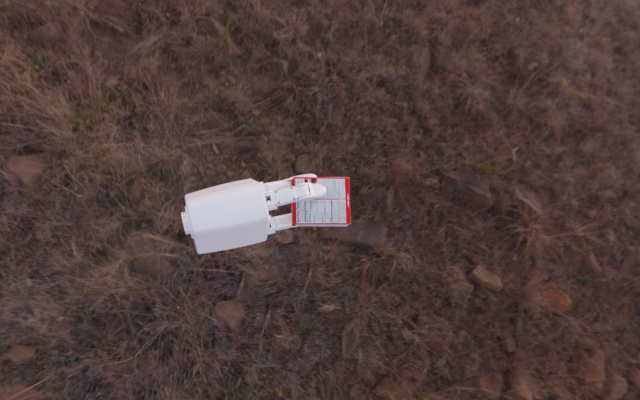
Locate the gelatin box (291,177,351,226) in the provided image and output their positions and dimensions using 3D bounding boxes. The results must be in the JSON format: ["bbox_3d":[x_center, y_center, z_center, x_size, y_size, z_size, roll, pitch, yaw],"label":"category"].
[{"bbox_3d":[0.001,0.002,0.727,0.089,0.073,0.030,0,-10,-9],"label":"gelatin box"}]
